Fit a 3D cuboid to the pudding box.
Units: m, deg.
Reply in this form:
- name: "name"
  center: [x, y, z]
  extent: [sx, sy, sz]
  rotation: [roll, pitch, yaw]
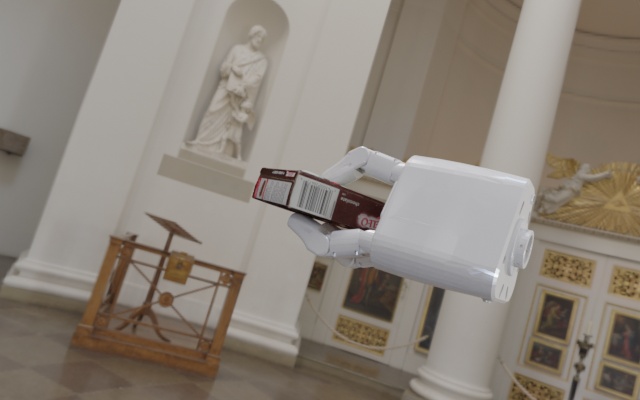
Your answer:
- name: "pudding box"
  center: [0.000, 0.001, 0.484]
  extent: [0.113, 0.039, 0.090]
  rotation: [22, -6, -29]
